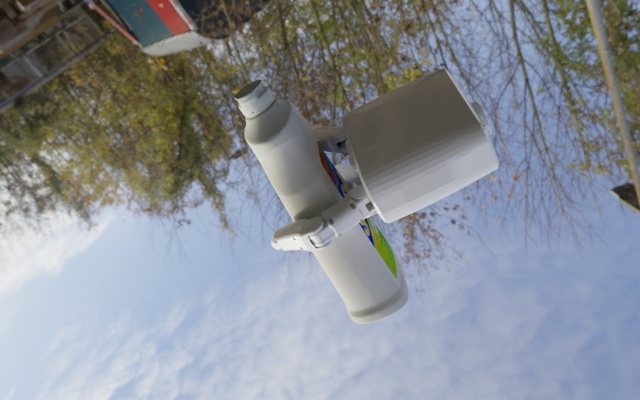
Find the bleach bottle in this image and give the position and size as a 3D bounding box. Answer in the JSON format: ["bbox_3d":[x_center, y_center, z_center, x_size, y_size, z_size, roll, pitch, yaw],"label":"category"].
[{"bbox_3d":[0.000,0.001,0.457,0.068,0.251,0.102,-26,30,13],"label":"bleach bottle"}]
